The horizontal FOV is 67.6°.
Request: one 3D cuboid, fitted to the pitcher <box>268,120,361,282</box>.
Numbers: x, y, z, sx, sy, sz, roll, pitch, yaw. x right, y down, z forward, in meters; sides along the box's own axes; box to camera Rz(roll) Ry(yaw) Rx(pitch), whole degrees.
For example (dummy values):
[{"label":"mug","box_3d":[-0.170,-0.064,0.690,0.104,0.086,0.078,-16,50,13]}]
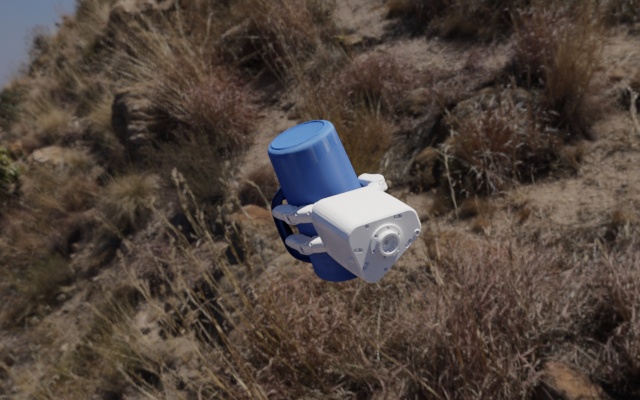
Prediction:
[{"label":"pitcher","box_3d":[0.000,0.003,0.770,0.149,0.243,0.145,-31,27,-15]}]
